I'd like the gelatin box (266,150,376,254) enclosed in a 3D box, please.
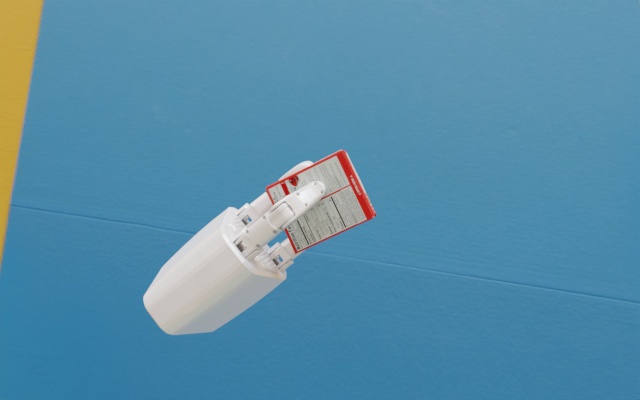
[{"bbox_3d":[0.000,0.001,0.475,0.089,0.073,0.030,-26,-2,10],"label":"gelatin box"}]
